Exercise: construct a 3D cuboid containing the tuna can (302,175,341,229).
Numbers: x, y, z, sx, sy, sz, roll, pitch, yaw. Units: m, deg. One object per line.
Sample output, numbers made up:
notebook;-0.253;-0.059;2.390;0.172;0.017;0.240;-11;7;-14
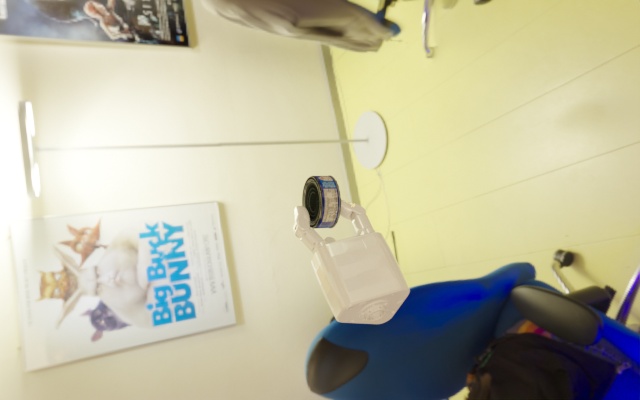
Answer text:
tuna can;0.000;0.002;0.764;0.034;0.086;0.086;-1;0;-23
